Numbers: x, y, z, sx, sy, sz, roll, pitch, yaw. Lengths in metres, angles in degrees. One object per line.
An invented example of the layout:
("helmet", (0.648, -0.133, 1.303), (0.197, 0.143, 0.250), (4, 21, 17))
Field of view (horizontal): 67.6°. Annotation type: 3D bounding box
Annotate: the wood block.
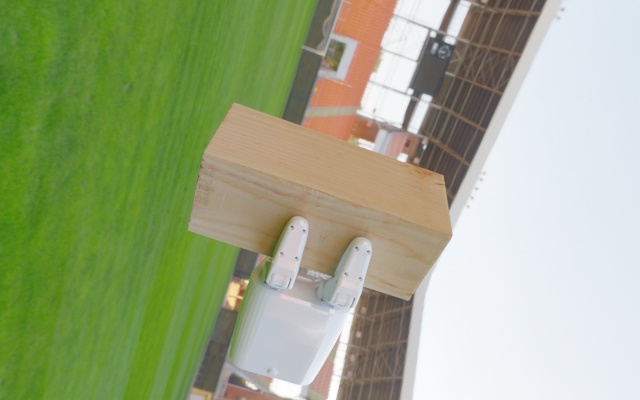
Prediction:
("wood block", (0.000, 0.002, 0.430), (0.206, 0.090, 0.090), (18, 37, -6))
